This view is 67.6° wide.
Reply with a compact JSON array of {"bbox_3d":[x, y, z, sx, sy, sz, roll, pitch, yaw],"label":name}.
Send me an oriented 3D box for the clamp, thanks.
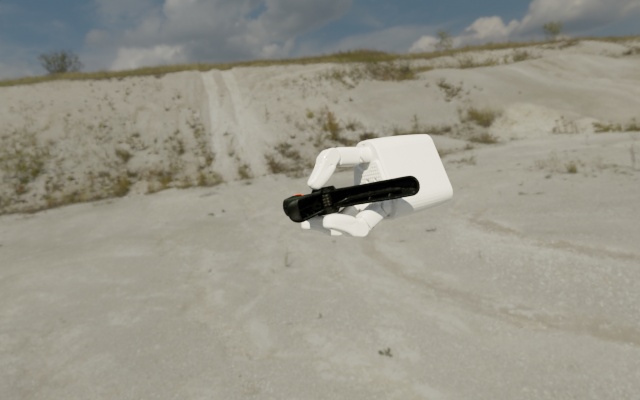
[{"bbox_3d":[0.000,0.001,0.610,0.164,0.036,0.210,-12,2,-29],"label":"clamp"}]
